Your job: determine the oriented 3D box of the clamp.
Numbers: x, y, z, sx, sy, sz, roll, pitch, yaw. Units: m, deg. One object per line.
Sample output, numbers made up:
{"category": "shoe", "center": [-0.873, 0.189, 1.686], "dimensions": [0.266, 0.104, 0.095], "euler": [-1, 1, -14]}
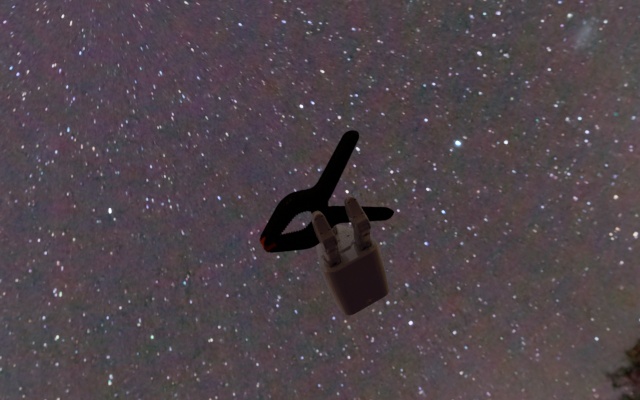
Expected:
{"category": "clamp", "center": [-0.001, 0.002, 0.706], "dimensions": [0.210, 0.165, 0.036], "euler": [-27, 29, -10]}
